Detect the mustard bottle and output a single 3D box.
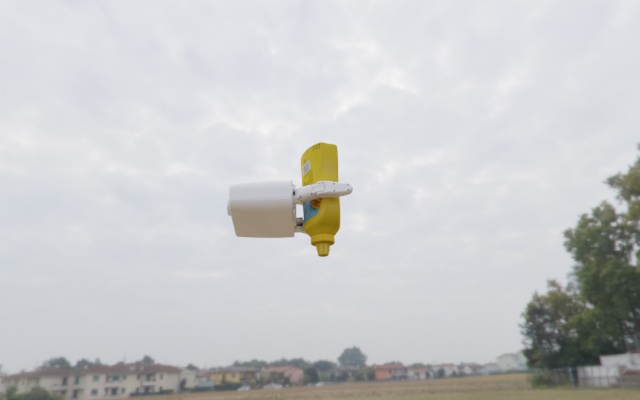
[{"bbox_3d":[0.000,0.002,0.826,0.058,0.191,0.096,8,-23,-25],"label":"mustard bottle"}]
